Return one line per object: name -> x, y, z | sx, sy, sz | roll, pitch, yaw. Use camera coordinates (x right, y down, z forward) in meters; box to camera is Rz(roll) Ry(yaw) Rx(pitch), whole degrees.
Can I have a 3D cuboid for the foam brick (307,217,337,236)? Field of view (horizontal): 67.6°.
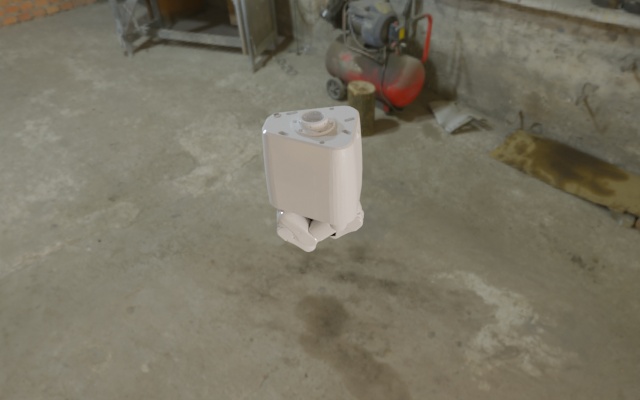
foam brick -> 0.000, 0.002, 0.633 | 0.053, 0.051, 0.078 | 4, 40, 9
